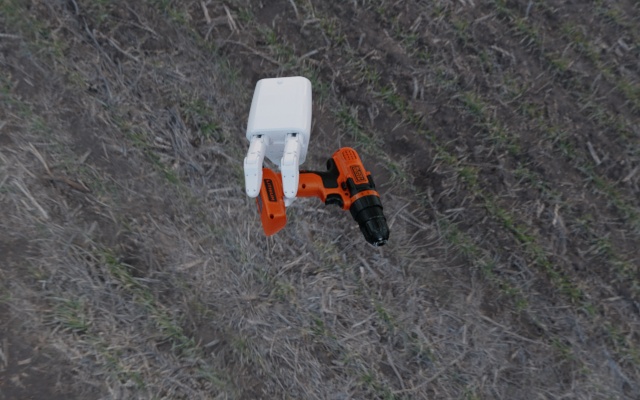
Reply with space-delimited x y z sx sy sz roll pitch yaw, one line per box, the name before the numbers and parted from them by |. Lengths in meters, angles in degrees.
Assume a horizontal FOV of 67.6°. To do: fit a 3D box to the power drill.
power drill | 0.000 0.002 0.738 0.187 0.184 0.057 -8 -37 -19
